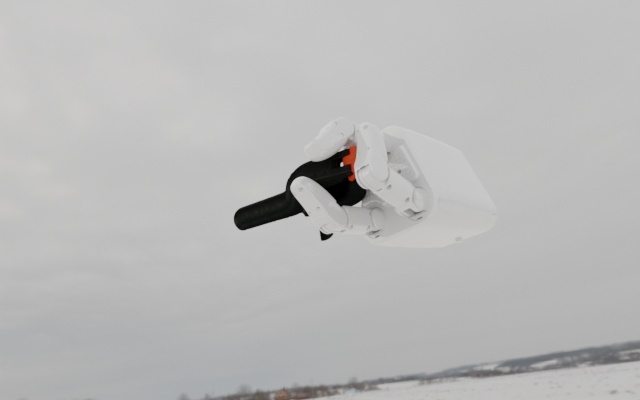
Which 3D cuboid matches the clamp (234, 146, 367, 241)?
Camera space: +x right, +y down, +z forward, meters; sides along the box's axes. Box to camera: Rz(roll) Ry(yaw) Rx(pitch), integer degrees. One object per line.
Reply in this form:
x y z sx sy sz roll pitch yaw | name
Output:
0.000 0.001 0.495 0.120 0.039 0.171 9 -27 -38 | clamp
